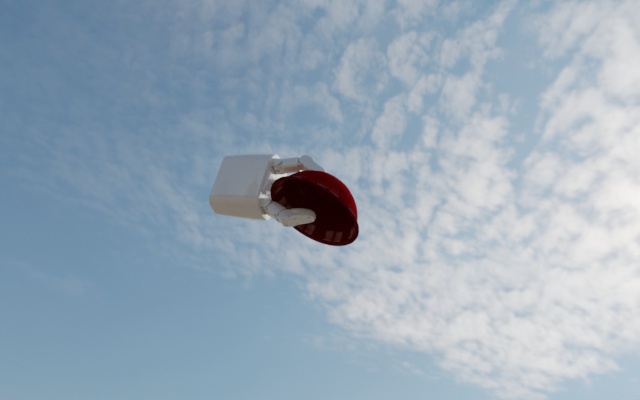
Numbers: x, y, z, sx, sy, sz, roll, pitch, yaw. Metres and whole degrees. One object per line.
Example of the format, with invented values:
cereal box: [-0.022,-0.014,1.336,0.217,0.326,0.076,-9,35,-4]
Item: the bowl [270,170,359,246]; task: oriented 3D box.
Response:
bowl: [0.002,0.003,0.783,0.162,0.055,0.162,23,-34,16]
